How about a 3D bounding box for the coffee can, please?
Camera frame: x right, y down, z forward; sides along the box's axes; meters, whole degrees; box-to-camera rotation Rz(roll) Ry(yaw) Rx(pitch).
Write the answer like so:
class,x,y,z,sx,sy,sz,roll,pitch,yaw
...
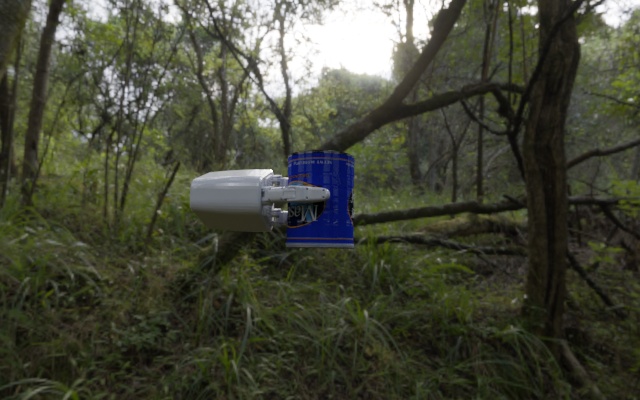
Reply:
class,x,y,z,sx,sy,sz,roll,pitch,yaw
coffee can,0.000,0.003,0.726,0.103,0.140,0.103,1,-6,0
